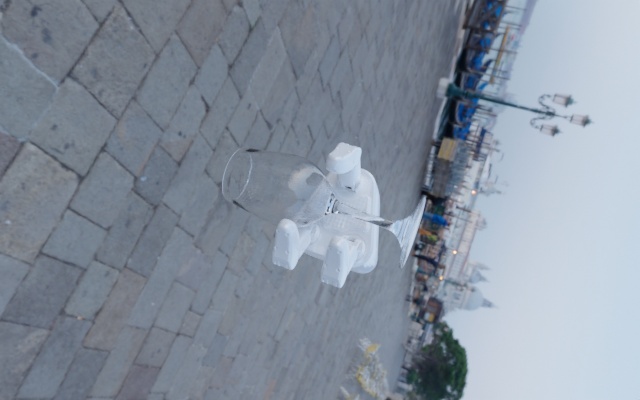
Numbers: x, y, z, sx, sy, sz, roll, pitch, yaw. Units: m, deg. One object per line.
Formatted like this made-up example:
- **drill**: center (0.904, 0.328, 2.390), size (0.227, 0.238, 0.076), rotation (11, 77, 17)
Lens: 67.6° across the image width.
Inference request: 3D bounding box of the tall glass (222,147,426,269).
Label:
- **tall glass**: center (0.001, 0.002, 0.494), size (0.201, 0.079, 0.079), rotation (18, 5, 16)
